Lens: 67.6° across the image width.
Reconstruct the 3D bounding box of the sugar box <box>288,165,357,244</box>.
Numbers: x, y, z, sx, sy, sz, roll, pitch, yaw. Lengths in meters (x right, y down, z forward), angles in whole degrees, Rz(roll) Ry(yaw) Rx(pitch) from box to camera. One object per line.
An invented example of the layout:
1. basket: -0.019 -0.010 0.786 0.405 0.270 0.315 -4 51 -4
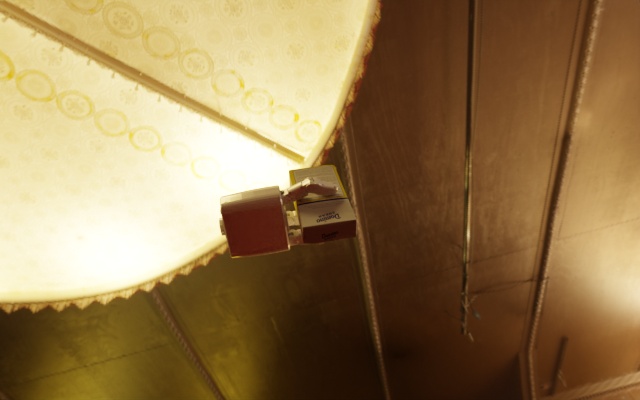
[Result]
1. sugar box: 0.000 0.003 0.856 0.093 0.048 0.176 -7 39 -7
